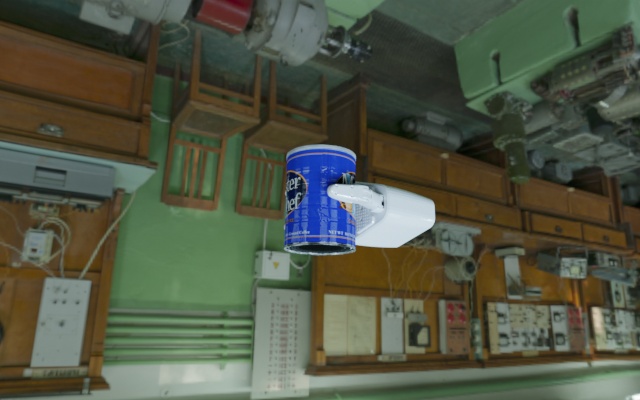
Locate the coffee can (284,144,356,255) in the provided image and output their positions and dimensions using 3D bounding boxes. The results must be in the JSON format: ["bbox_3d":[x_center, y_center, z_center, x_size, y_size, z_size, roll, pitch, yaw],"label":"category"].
[{"bbox_3d":[0.000,0.002,0.689,0.103,0.140,0.103,1,-14,0],"label":"coffee can"}]
